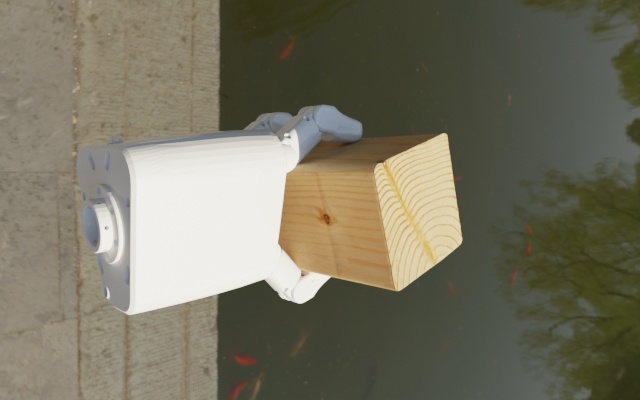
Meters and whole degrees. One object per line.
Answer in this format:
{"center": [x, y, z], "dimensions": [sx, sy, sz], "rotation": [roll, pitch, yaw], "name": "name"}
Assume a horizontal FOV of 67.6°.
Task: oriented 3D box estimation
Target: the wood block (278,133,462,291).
{"center": [0.000, 0.002, 0.405], "dimensions": [0.206, 0.091, 0.090], "rotation": [4, 23, 46], "name": "wood block"}
